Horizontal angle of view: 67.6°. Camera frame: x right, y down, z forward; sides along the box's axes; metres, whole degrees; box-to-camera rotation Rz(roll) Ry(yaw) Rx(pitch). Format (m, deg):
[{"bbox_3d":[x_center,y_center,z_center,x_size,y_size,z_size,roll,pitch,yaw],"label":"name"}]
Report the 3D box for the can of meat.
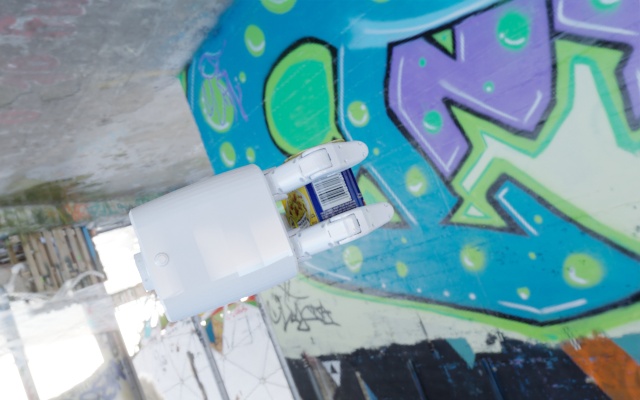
[{"bbox_3d":[0.000,0.002,0.440,0.057,0.084,0.102,-20,-4,-20],"label":"can of meat"}]
